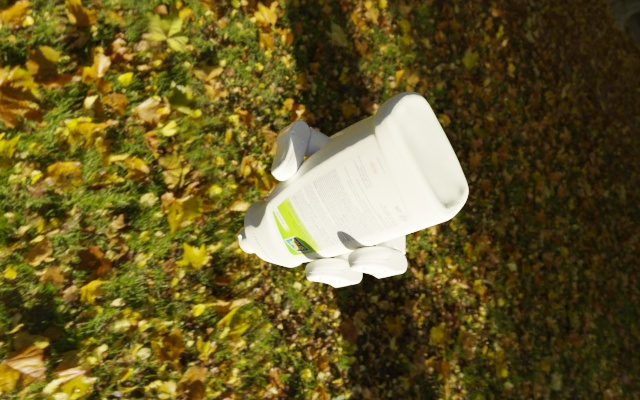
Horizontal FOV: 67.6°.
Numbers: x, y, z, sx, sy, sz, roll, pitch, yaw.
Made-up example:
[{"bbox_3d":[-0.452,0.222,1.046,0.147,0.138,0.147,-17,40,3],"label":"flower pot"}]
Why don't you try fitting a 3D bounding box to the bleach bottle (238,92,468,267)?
[{"bbox_3d":[0.000,0.002,0.436,0.251,0.102,0.068,-23,9,44],"label":"bleach bottle"}]
